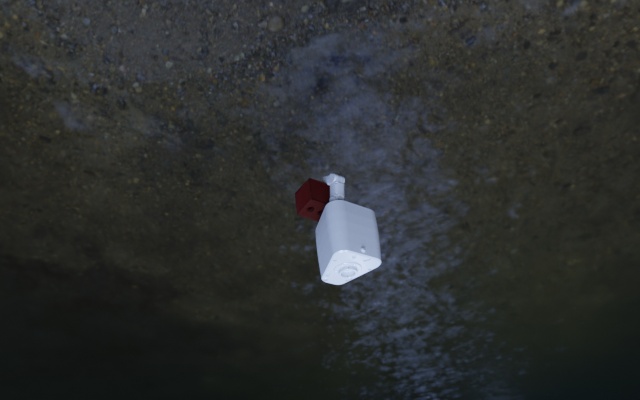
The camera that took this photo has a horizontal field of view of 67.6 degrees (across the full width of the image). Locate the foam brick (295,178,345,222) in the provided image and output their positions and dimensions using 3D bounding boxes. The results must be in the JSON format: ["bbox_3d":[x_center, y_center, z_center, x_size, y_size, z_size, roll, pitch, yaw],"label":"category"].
[{"bbox_3d":[0.000,0.003,0.873,0.078,0.051,0.053,18,-44,-26],"label":"foam brick"}]
